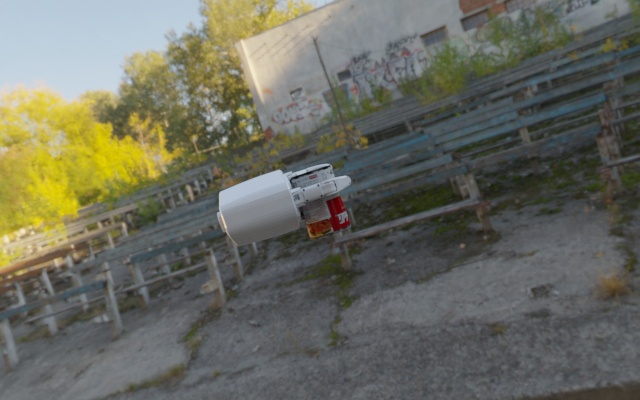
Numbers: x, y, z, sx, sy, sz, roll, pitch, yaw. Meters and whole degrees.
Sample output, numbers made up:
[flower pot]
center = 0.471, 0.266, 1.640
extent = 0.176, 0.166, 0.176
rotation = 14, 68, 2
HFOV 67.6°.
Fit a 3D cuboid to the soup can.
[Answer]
[soup can]
center = 0.001, 0.002, 0.747
extent = 0.068, 0.102, 0.068
rotation = -18, 3, 1
